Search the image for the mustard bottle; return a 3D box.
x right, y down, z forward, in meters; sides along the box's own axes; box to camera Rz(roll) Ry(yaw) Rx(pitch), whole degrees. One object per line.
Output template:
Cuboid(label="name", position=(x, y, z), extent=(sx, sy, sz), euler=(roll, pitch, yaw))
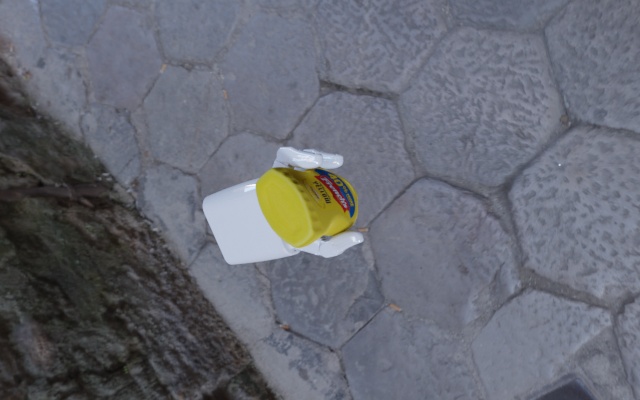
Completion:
Cuboid(label="mustard bottle", position=(0.000, 0.002, 0.620), extent=(0.058, 0.096, 0.191), euler=(-40, -14, 24))
